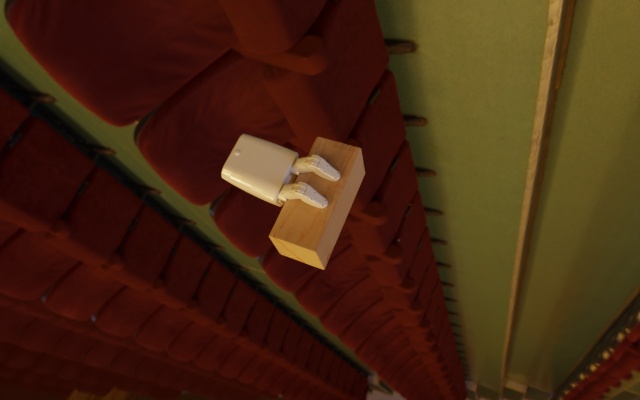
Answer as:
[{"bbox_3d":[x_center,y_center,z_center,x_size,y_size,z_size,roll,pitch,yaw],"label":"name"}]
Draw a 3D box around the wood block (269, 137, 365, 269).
[{"bbox_3d":[0.000,0.003,0.849,0.090,0.206,0.091,17,-22,18],"label":"wood block"}]
